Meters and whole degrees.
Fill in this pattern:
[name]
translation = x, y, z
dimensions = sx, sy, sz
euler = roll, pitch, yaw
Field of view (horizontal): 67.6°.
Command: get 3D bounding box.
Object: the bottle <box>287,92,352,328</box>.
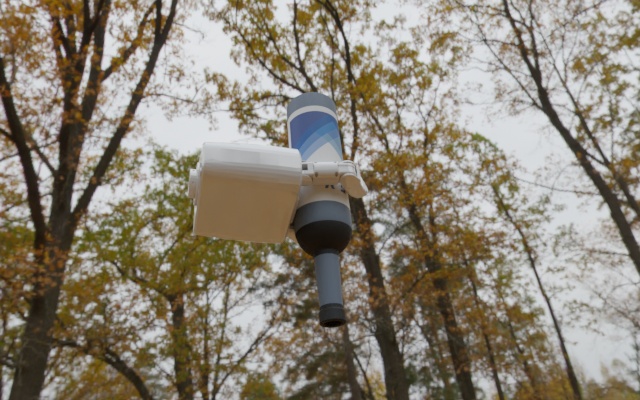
[bottle]
translation = 0.000, 0.002, 0.565
dimensions = 0.069, 0.295, 0.069
euler = -4, -32, -3
